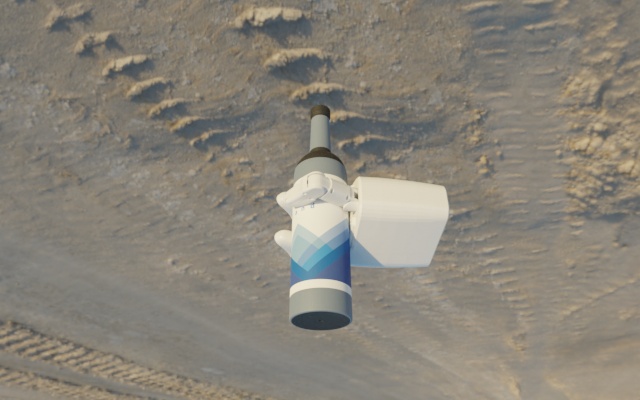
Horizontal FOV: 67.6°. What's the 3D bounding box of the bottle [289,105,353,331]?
[{"bbox_3d":[0.000,0.002,0.577,0.069,0.295,0.069,0,-32,0],"label":"bottle"}]
